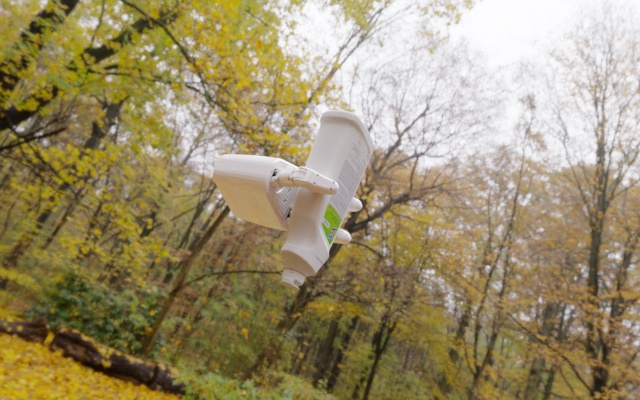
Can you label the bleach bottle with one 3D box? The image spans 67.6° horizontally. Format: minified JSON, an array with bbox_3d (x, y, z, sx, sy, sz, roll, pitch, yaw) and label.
[{"bbox_3d":[0.000,0.002,0.677,0.068,0.250,0.103,9,-24,32],"label":"bleach bottle"}]
